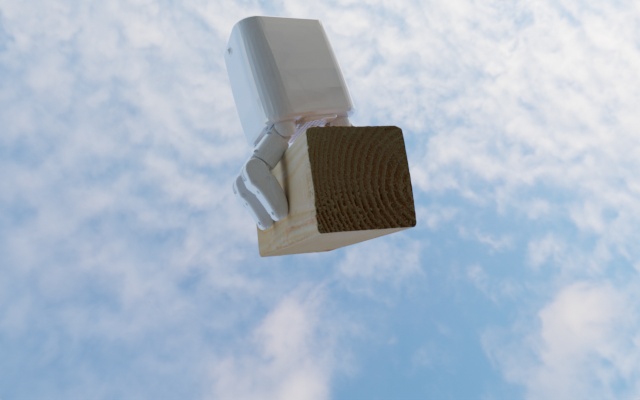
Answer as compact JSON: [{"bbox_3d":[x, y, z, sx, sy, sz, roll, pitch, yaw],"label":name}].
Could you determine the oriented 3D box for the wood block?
[{"bbox_3d":[0.000,0.001,0.482,0.091,0.090,0.206,-4,-10,-20],"label":"wood block"}]
